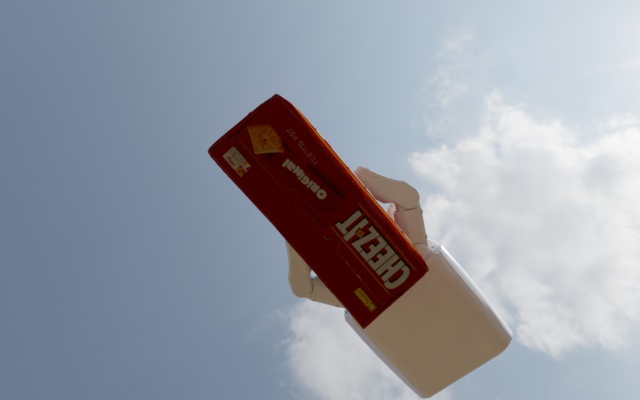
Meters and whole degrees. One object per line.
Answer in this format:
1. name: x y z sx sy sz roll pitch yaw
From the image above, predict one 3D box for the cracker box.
1. cracker box: 0.000 0.002 0.426 0.072 0.164 0.213 -41 3 1
